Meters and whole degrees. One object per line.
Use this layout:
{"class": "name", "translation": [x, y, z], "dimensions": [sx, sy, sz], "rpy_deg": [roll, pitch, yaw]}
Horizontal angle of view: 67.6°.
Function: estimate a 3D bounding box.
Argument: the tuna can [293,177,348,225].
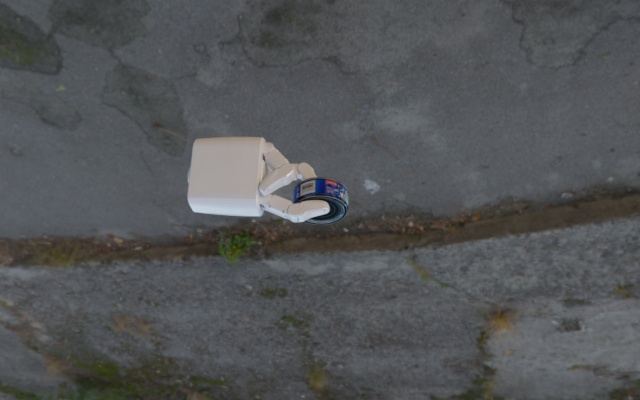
{"class": "tuna can", "translation": [0.000, 0.003, 0.729], "dimensions": [0.086, 0.033, 0.086], "rpy_deg": [1, -34, 0]}
